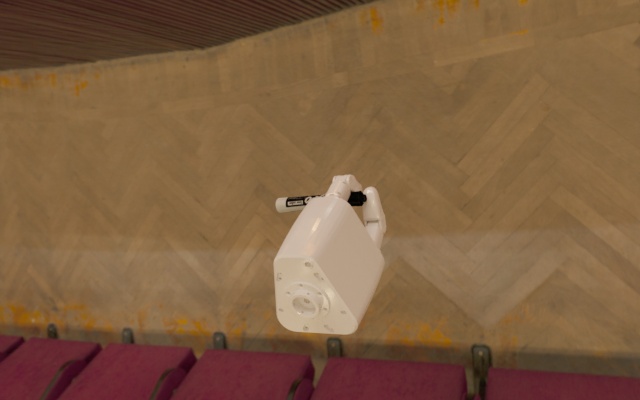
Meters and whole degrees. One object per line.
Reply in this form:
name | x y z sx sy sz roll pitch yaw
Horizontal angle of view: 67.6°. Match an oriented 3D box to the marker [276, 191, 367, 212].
marker | 0.000 0.002 0.598 0.121 0.020 0.020 -5 -2 25
